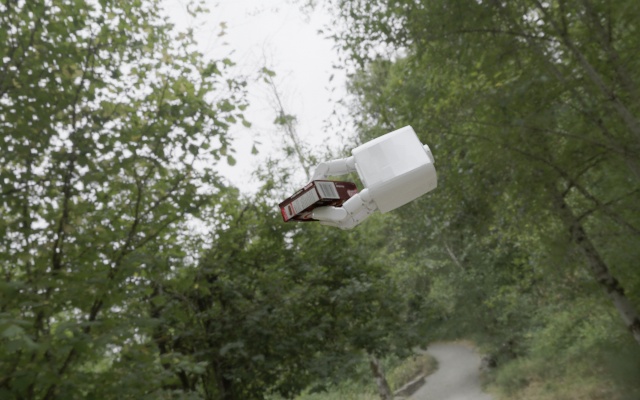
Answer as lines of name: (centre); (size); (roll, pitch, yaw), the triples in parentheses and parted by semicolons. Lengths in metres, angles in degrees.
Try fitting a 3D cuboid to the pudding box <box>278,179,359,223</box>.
pudding box: (0.000, 0.002, 0.800); (0.090, 0.039, 0.113); (-34, -23, 34)
